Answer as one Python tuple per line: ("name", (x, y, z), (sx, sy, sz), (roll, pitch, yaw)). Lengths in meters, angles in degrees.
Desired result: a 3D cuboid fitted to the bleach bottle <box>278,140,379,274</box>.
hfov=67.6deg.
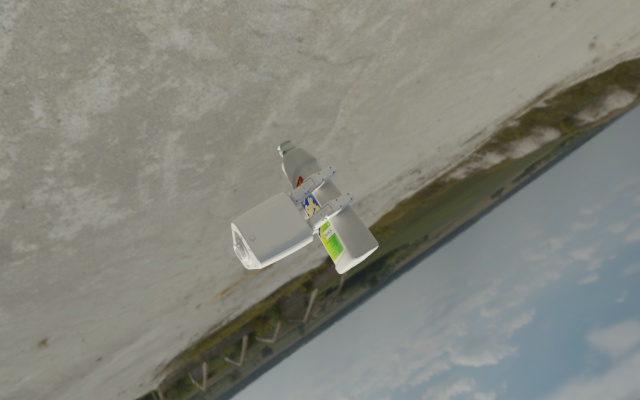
("bleach bottle", (0.000, 0.003, 0.857), (0.068, 0.250, 0.103), (-28, -13, -26))
